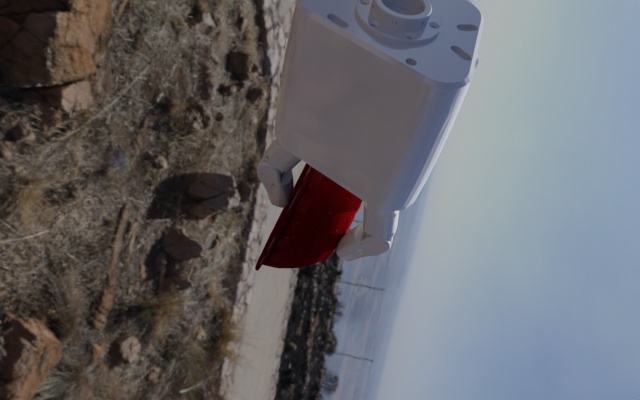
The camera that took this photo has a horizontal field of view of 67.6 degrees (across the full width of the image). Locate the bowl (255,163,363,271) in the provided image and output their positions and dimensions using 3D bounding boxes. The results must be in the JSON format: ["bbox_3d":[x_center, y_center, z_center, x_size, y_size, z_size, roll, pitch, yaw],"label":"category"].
[{"bbox_3d":[0.000,0.002,0.437,0.055,0.162,0.162,27,-3,-5],"label":"bowl"}]
